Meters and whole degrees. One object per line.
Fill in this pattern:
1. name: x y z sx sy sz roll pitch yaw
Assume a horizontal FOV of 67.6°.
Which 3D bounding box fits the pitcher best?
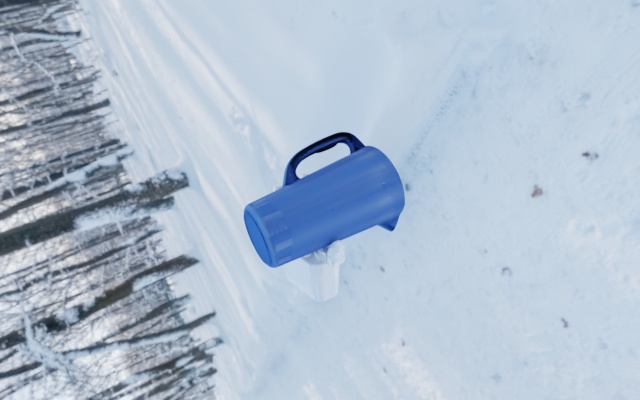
1. pitcher: 0.000 0.003 0.774 0.243 0.145 0.149 -24 45 -21
